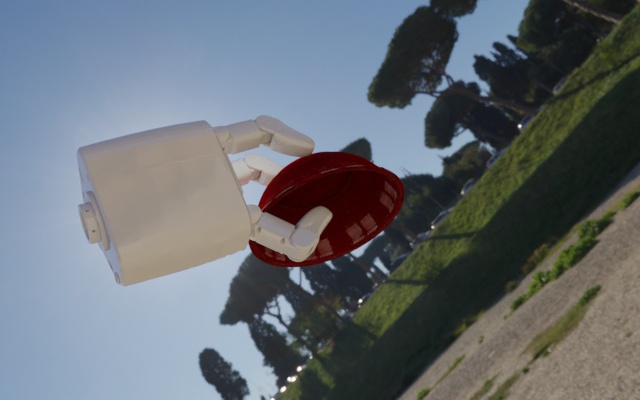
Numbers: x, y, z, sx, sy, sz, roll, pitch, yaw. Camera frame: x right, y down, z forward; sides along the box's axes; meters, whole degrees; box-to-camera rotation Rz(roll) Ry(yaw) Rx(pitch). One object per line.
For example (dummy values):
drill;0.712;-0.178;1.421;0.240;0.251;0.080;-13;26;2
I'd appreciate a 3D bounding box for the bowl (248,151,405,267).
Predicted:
bowl;0.001;0.001;0.481;0.162;0.055;0.162;-15;-34;-11
